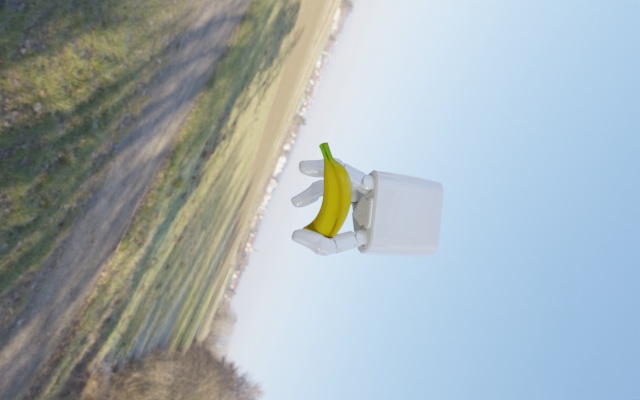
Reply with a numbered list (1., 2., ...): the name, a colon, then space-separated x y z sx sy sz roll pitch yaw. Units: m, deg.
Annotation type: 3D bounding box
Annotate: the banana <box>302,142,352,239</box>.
1. banana: 0.007 0.014 0.644 0.037 0.069 0.198 -10 -38 -23
